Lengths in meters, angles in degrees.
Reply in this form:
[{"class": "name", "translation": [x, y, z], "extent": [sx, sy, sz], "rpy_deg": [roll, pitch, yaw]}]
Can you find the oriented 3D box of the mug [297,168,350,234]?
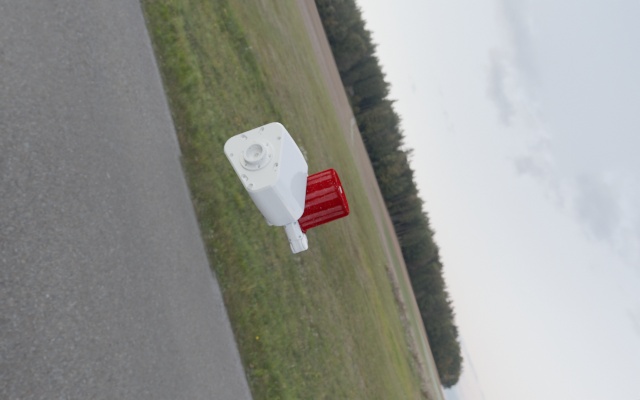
[{"class": "mug", "translation": [0.001, 0.003, 0.784], "extent": [0.081, 0.093, 0.117], "rpy_deg": [-19, -27, 7]}]
